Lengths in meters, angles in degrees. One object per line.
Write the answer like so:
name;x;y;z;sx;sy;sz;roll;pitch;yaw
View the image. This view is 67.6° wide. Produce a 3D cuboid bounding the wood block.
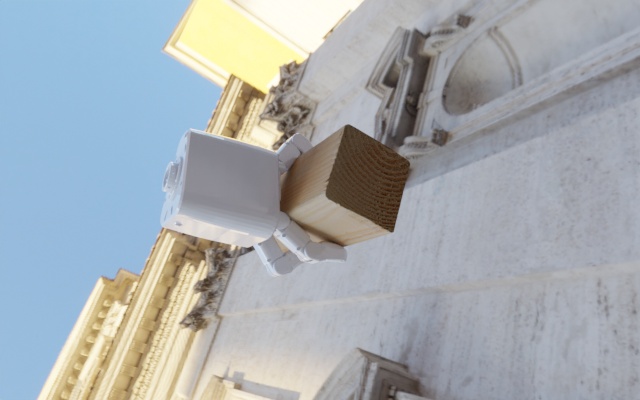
wood block;0.000;0.001;0.571;0.090;0.090;0.206;28;-26;-22
